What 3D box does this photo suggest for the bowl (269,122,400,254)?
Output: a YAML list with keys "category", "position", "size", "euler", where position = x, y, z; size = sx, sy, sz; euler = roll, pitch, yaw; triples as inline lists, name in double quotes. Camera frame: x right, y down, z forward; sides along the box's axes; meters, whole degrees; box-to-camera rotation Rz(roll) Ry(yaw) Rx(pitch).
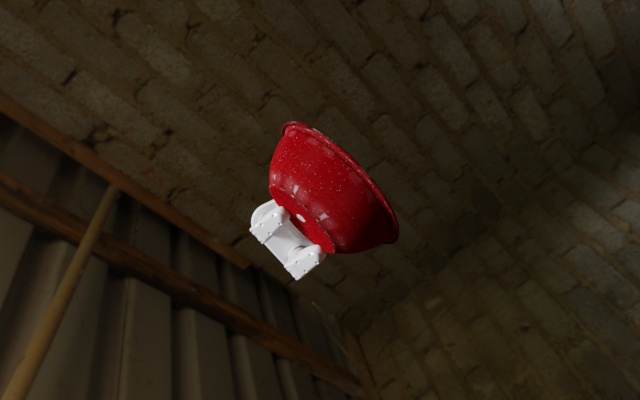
- category: "bowl"
  position: [0.000, 0.001, 0.474]
  size: [0.055, 0.162, 0.162]
  euler: [-44, 14, -16]
